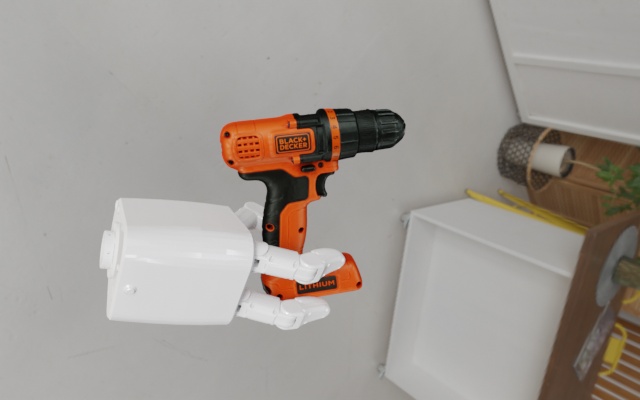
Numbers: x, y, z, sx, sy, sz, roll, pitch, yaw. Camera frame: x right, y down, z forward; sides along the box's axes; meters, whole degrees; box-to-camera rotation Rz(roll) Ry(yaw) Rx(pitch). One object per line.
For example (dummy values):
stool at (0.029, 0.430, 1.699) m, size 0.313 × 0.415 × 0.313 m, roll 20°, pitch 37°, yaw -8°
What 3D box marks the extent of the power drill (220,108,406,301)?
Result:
power drill at (0.000, 0.002, 0.488) m, size 0.184 × 0.188 × 0.057 m, roll -7°, pitch 14°, yaw -9°
